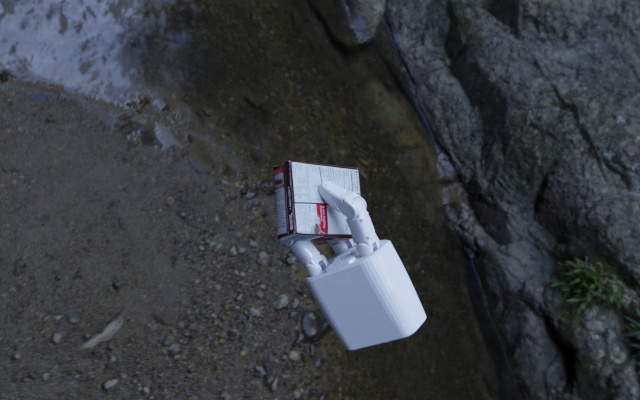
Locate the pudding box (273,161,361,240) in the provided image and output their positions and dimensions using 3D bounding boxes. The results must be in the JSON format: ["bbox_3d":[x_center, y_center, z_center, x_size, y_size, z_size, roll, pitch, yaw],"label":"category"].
[{"bbox_3d":[0.000,0.002,0.584,0.113,0.090,0.039,4,-15,-39],"label":"pudding box"}]
